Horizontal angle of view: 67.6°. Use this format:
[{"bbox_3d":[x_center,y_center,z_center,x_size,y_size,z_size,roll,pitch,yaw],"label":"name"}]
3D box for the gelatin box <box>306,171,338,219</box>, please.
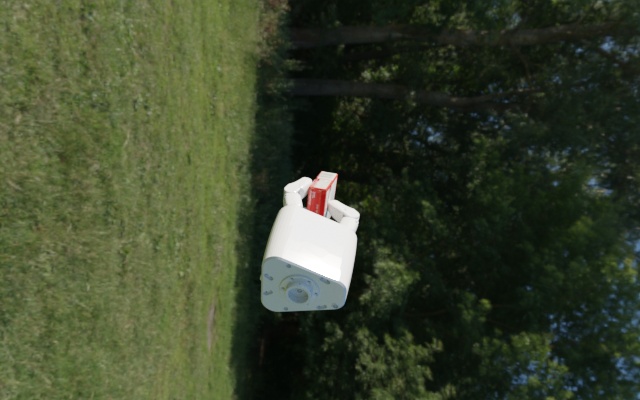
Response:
[{"bbox_3d":[0.001,0.002,0.738,0.030,0.073,0.089,11,21,9],"label":"gelatin box"}]
